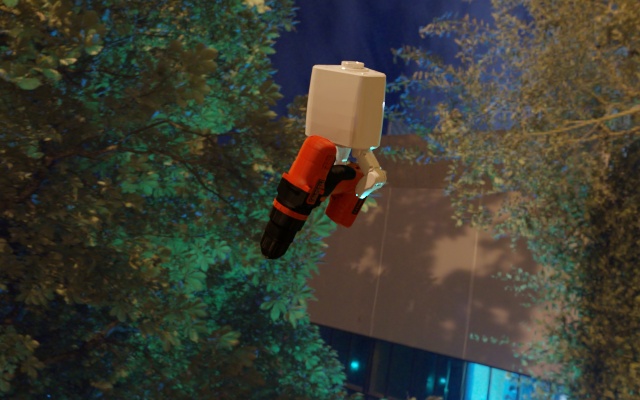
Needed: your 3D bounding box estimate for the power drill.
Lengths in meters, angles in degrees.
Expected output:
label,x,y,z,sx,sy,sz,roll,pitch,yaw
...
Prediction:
label,x,y,z,sx,sy,sz,roll,pitch,yaw
power drill,0.000,0.002,0.709,0.057,0.184,0.187,34,14,25
